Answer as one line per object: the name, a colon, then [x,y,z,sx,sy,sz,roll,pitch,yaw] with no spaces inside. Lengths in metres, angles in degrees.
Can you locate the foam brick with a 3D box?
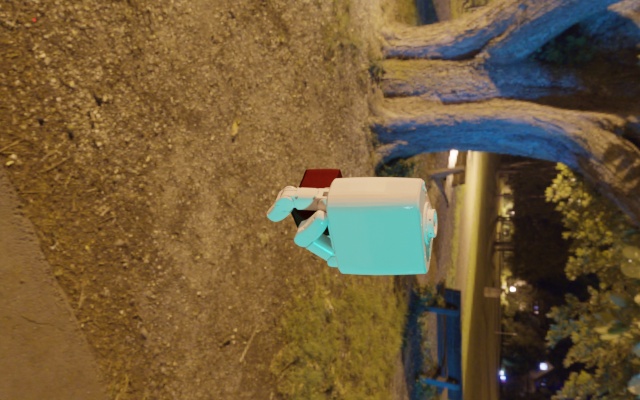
foam brick: [0.000,0.002,0.630,0.051,0.053,0.078,-1,44,22]
